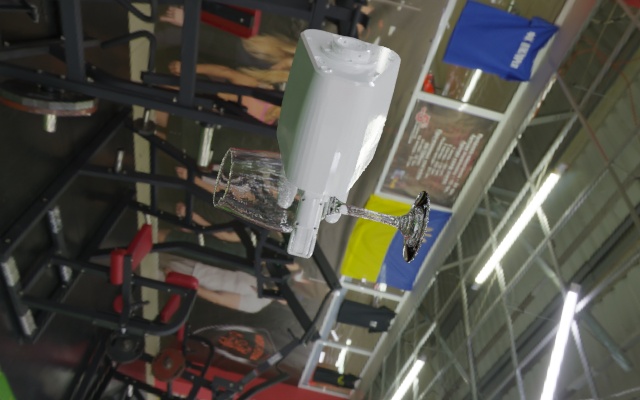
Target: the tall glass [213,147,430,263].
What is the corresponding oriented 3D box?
[{"bbox_3d":[0.001,0.002,0.475,0.201,0.079,0.079,14,-1,-2],"label":"tall glass"}]
